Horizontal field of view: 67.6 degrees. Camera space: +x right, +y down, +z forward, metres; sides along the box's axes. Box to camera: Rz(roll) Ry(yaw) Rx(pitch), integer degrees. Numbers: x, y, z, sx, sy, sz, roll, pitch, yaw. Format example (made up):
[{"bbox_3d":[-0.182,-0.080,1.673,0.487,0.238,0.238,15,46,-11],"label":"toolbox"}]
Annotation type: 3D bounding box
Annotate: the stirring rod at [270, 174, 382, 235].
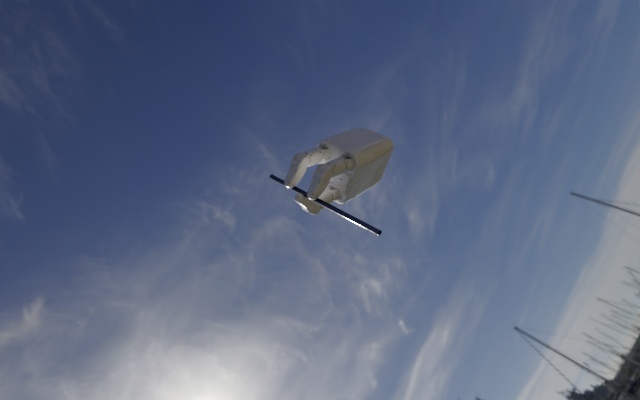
[{"bbox_3d":[0.000,0.003,0.762,0.239,0.011,0.011,27,17,36],"label":"stirring rod"}]
